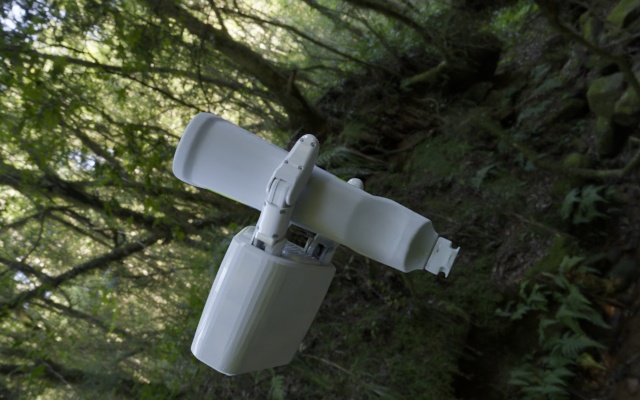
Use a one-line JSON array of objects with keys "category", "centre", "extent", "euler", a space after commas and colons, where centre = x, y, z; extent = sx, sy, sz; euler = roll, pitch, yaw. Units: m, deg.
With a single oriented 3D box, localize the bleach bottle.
[{"category": "bleach bottle", "centre": [0.000, 0.001, 0.428], "extent": [0.251, 0.068, 0.102], "euler": [25, 3, 15]}]
